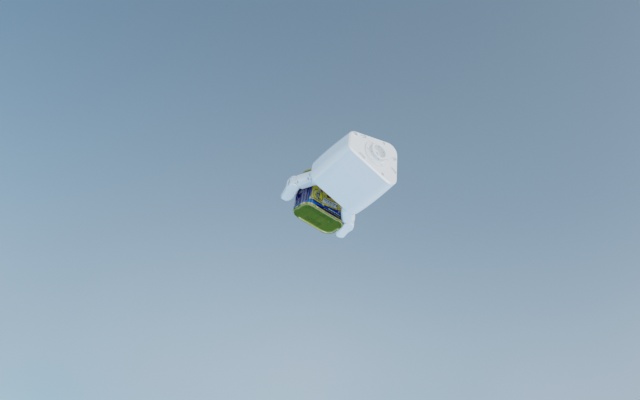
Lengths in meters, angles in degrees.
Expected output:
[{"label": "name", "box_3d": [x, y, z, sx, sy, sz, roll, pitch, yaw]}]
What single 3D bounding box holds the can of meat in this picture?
[{"label": "can of meat", "box_3d": [0.000, 0.003, 0.897, 0.102, 0.084, 0.057, 31, -44, -26]}]
